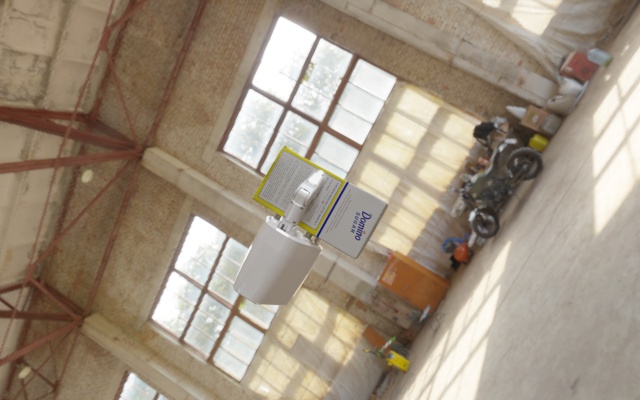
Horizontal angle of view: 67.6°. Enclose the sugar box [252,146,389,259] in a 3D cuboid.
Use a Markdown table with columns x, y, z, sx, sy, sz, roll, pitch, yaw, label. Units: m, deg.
| x | y | z | sx | sy | sz | roll | pitch | yaw | label |
| --- | --- | --- | --- | --- | --- | --- | --- | --- | --- |
| 0.000 | 0.002 | 0.696 | 0.176 | 0.093 | 0.048 | 30 | 1 | 10 | sugar box |
